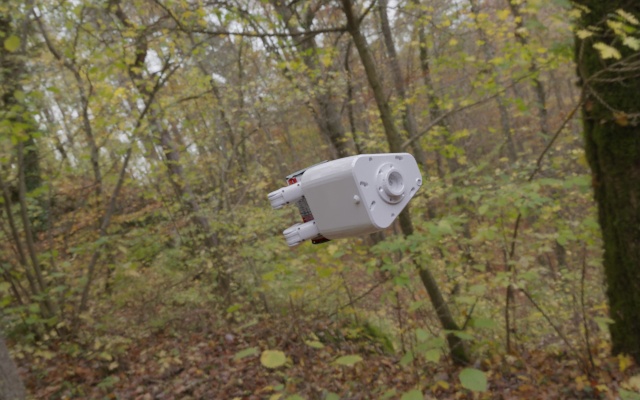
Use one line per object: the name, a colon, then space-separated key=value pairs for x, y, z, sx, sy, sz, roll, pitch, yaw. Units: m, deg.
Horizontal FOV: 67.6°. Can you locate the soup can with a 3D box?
soup can: x=0.000 y=0.002 z=0.676 sx=0.068 sy=0.102 sz=0.068 roll=-22 pitch=6 yaw=3
